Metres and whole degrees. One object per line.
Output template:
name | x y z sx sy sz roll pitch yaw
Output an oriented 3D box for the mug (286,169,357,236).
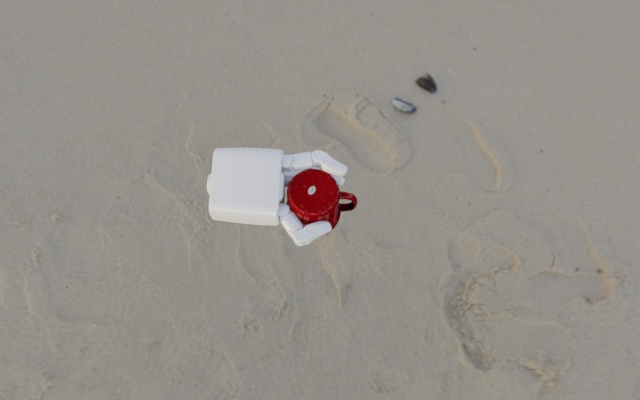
mug | 0.002 0.003 0.759 0.117 0.093 0.081 2 -23 -1
